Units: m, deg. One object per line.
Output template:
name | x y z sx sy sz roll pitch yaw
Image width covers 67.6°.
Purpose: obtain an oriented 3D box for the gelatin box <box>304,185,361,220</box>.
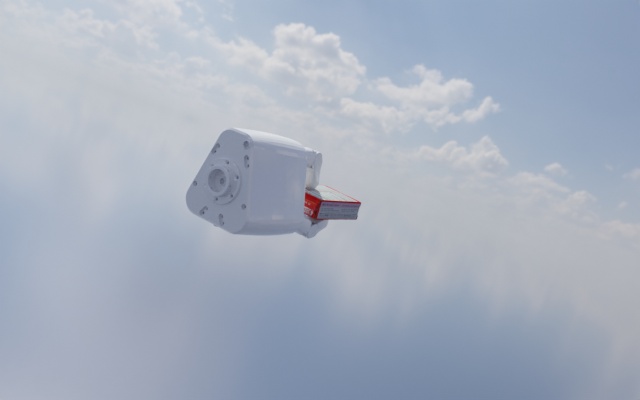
gelatin box | 0.000 0.002 0.658 0.073 0.030 0.089 26 16 40
